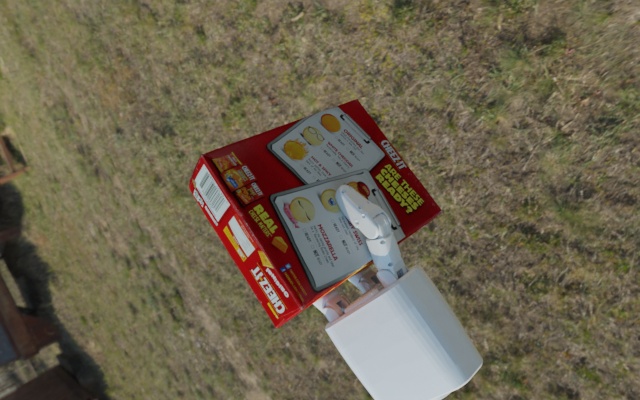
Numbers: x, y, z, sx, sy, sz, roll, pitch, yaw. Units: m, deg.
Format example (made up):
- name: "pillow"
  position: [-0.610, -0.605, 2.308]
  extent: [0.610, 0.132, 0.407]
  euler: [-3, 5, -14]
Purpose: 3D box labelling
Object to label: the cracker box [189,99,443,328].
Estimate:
- name: "cracker box"
  position: [0.000, 0.002, 0.492]
  extent: [0.213, 0.164, 0.072]
  euler: [-28, -12, -38]
